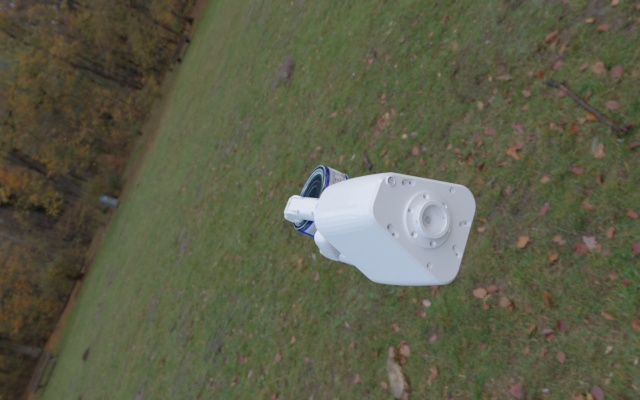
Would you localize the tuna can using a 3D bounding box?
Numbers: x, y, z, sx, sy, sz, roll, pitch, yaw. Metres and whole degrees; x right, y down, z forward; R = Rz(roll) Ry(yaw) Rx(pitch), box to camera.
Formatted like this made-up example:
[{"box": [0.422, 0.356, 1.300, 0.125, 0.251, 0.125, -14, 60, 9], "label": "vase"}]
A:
[{"box": [0.000, 0.002, 0.572, 0.034, 0.086, 0.086, 22, -7, -18], "label": "tuna can"}]
